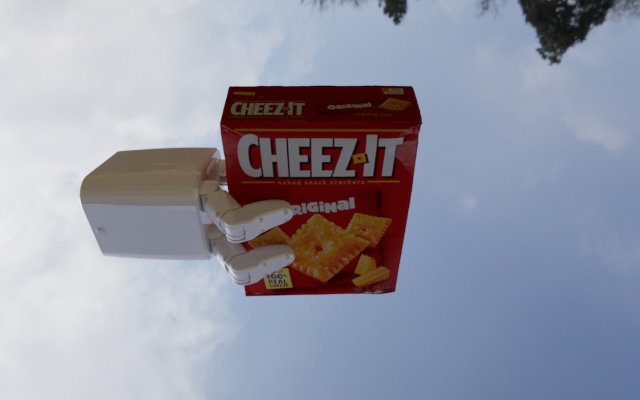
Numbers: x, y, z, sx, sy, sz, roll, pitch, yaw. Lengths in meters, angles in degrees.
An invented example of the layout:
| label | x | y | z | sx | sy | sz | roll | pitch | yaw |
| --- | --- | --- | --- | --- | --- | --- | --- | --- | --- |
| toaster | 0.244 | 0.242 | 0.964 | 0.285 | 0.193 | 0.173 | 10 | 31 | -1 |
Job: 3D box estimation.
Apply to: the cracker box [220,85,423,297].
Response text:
| label | x | y | z | sx | sy | sz | roll | pitch | yaw |
| --- | --- | --- | --- | --- | --- | --- | --- | --- | --- |
| cracker box | 0.000 | 0.002 | 0.461 | 0.164 | 0.214 | 0.072 | -1 | 40 | -1 |
